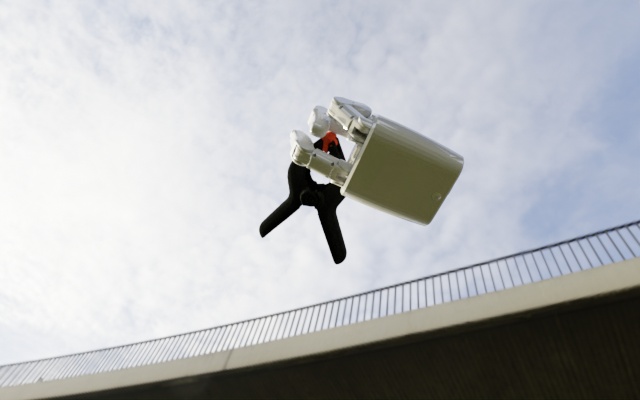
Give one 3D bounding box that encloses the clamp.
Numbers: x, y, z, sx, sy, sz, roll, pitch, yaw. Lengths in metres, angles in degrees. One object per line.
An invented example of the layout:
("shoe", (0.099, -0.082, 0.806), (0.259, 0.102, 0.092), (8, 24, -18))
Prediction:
("clamp", (0.000, 0.002, 0.598), (0.120, 0.171, 0.039), (24, 30, -2))
